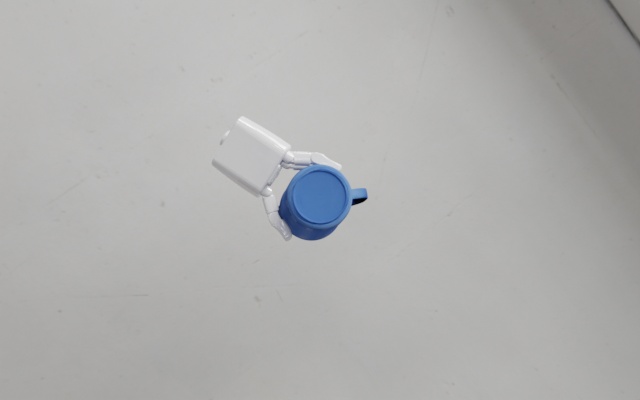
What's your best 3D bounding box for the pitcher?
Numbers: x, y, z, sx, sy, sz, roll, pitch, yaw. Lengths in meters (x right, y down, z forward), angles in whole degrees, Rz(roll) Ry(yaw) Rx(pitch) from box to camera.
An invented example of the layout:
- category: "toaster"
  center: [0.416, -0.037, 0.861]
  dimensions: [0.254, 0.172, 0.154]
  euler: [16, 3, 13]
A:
- category: "pitcher"
  center: [0.000, 0.003, 0.883]
  dimensions: [0.145, 0.149, 0.243]
  euler: [35, -7, -1]
